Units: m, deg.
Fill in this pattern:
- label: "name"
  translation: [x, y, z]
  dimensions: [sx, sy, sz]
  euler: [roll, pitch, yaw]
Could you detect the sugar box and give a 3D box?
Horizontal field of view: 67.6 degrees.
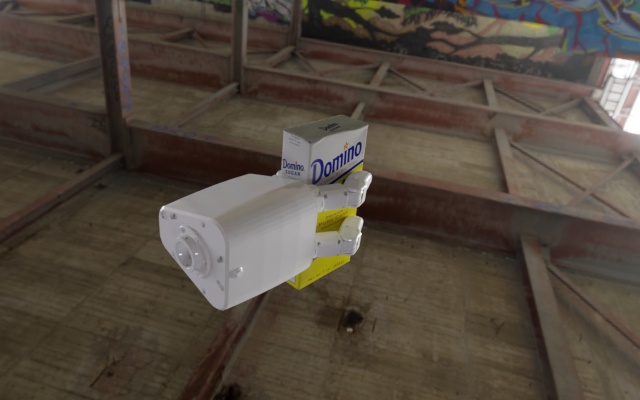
- label: "sugar box"
  translation: [0.000, 0.002, 0.525]
  dimensions: [0.048, 0.176, 0.093]
  euler: [29, 35, 33]
